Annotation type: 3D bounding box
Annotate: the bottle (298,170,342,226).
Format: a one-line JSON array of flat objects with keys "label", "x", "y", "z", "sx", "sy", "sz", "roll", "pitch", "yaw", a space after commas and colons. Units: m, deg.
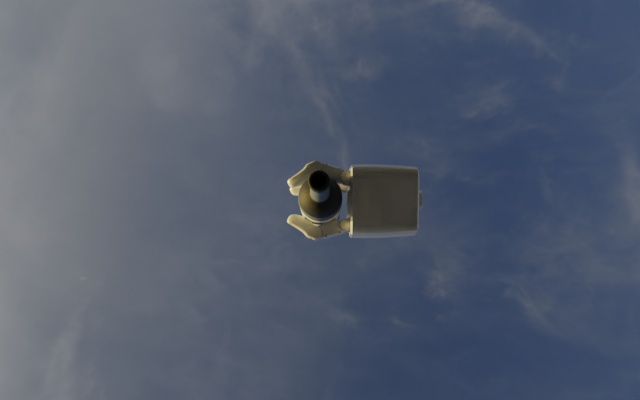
[{"label": "bottle", "x": 0.000, "y": 0.003, "z": 0.751, "sx": 0.069, "sy": 0.069, "sz": 0.296, "roll": 0, "pitch": -11, "yaw": 1}]
